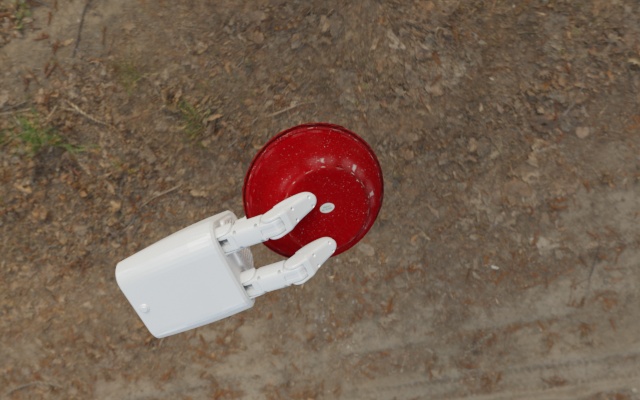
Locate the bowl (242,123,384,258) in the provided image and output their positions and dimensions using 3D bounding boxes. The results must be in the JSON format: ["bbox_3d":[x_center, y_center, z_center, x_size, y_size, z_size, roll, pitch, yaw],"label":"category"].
[{"bbox_3d":[0.001,0.001,0.508,0.162,0.162,0.055,0,18,-14],"label":"bowl"}]
